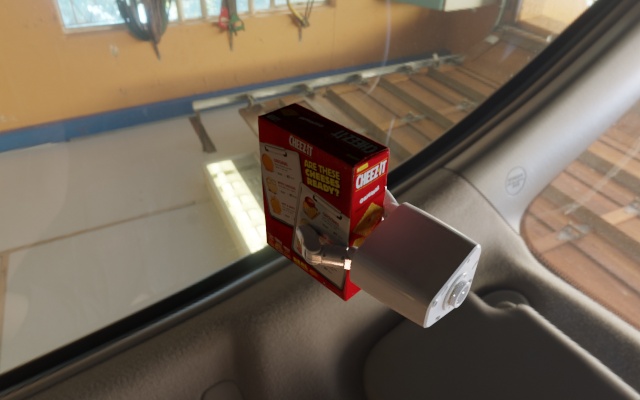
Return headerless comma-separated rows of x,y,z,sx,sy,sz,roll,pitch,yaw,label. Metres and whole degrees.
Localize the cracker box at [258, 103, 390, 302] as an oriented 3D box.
0.000,0.002,0.624,0.164,0.214,0.072,32,46,34,cracker box
